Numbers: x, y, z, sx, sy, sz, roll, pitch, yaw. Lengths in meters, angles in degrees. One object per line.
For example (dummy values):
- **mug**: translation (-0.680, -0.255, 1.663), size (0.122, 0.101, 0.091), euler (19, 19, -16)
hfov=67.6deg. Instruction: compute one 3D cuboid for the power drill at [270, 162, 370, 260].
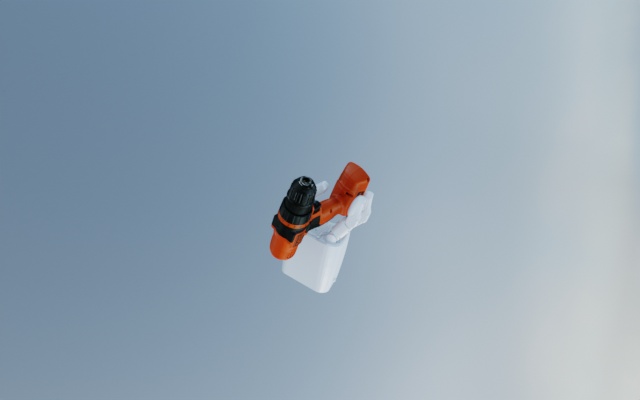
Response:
- **power drill**: translation (0.000, 0.003, 0.801), size (0.187, 0.057, 0.185), euler (-29, -24, -38)
